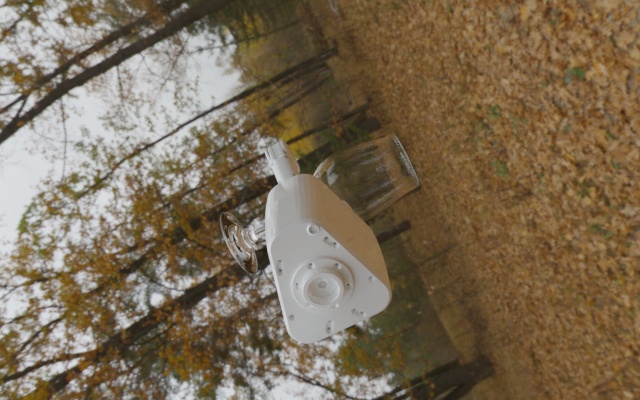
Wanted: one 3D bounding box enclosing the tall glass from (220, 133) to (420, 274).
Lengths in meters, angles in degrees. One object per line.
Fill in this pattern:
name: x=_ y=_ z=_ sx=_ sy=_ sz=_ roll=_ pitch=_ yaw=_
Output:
tall glass: x=-0.001 y=0.002 z=0.504 sx=0.201 sy=0.079 sz=0.079 roll=-27 pitch=-3 yaw=6
